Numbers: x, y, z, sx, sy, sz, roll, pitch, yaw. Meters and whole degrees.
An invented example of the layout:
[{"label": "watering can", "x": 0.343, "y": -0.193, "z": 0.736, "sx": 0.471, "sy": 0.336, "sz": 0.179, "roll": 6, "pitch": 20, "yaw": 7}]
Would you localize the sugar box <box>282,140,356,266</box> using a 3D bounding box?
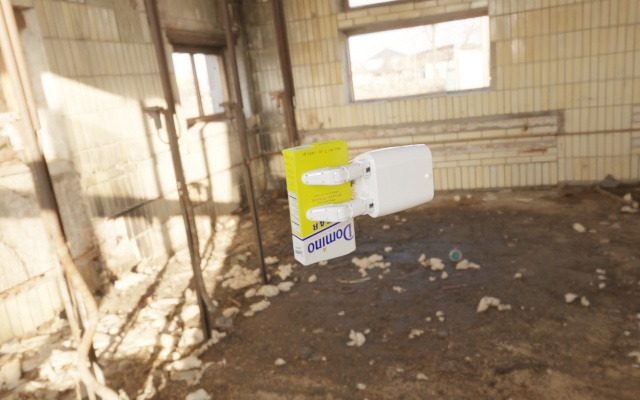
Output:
[{"label": "sugar box", "x": 0.000, "y": 0.002, "z": 0.725, "sx": 0.093, "sy": 0.176, "sz": 0.048, "roll": -13, "pitch": 15, "yaw": -24}]
